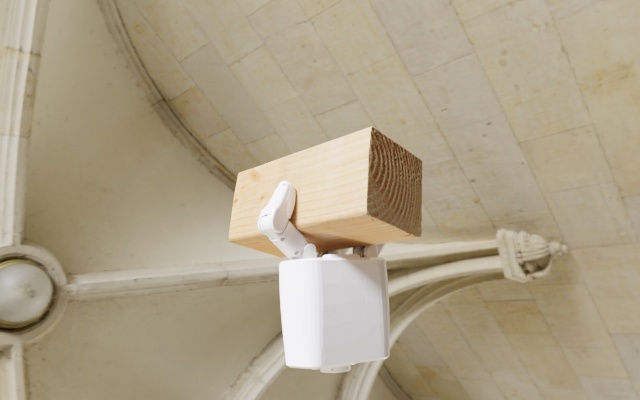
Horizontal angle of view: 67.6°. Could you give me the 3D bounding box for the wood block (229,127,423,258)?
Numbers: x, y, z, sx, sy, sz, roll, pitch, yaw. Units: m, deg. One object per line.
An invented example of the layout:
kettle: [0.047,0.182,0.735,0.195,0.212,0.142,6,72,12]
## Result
wood block: [0.000,0.002,0.529,0.206,0.090,0.091,-14,-27,42]
